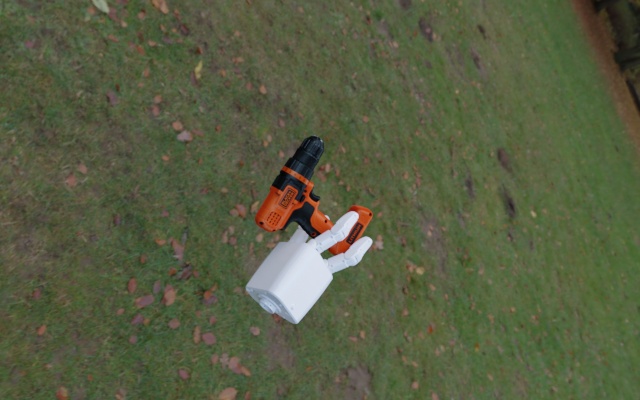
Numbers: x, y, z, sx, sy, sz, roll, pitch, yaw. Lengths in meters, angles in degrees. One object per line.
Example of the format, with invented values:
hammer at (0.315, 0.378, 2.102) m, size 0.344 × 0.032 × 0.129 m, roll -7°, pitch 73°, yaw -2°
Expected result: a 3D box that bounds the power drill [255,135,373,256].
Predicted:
power drill at (0.000, 0.003, 0.849) m, size 0.188 × 0.184 × 0.057 m, roll 33°, pitch -1°, yaw -23°
